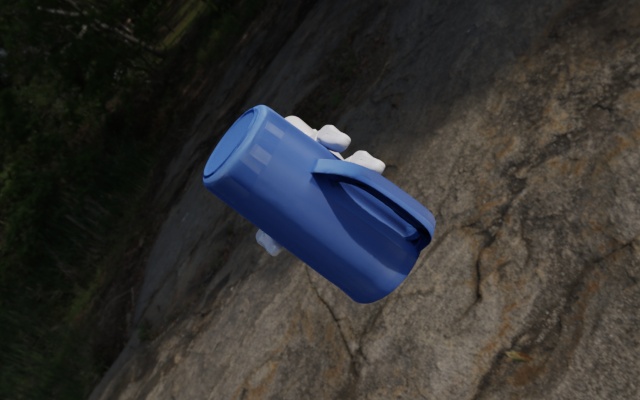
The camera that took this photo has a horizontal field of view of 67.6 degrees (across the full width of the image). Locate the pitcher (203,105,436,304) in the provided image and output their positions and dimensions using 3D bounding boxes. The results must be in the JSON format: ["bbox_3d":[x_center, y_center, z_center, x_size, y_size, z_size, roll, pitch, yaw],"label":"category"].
[{"bbox_3d":[0.000,0.002,0.539,0.243,0.149,0.145,37,12,-24],"label":"pitcher"}]
